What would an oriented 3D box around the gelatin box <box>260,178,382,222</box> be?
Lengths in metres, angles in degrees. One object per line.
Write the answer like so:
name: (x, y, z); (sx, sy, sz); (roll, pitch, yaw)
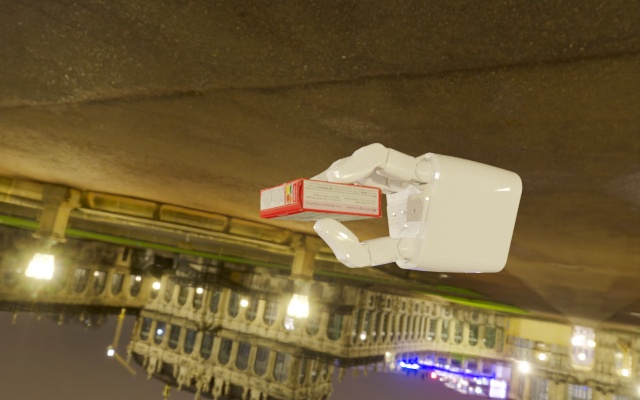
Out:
gelatin box: (0.000, 0.002, 0.436); (0.089, 0.030, 0.073); (5, -9, -33)
